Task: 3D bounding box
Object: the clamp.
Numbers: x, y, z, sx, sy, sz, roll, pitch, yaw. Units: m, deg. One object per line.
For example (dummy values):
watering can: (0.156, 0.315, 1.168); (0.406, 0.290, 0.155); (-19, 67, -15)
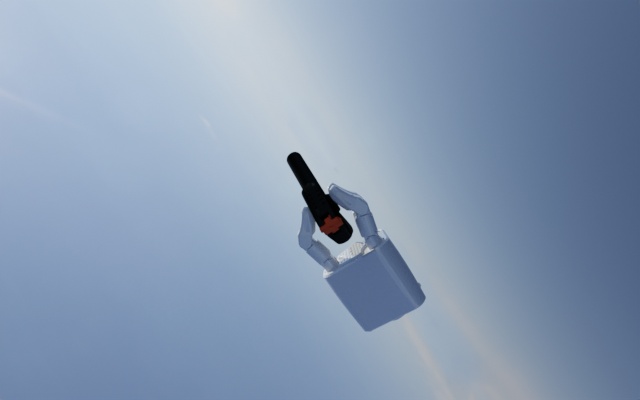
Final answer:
clamp: (0.000, 0.003, 0.676); (0.036, 0.164, 0.210); (-36, 5, 4)
